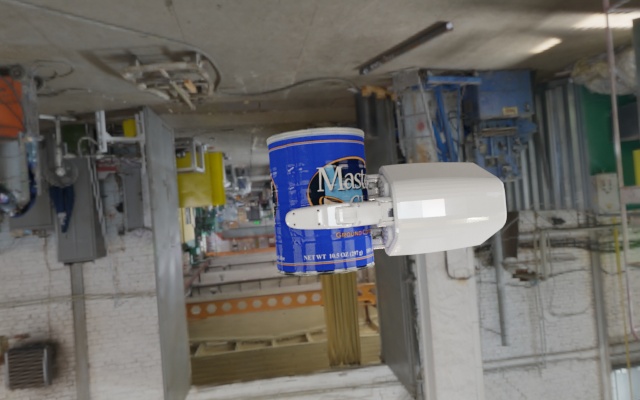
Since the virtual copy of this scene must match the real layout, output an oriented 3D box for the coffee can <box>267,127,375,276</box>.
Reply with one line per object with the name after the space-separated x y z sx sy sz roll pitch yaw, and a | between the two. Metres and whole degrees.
0.000 0.002 0.502 0.103 0.140 0.103 -5 -1 0 | coffee can
